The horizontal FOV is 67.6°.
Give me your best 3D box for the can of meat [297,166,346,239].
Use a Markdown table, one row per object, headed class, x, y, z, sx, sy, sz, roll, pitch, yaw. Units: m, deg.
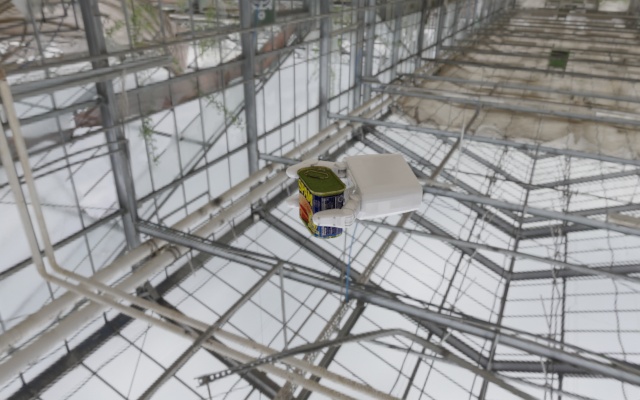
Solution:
| class | x | y | z | sx | sy | sz | roll | pitch | yaw |
| --- | --- | --- | --- | --- | --- | --- | --- | --- | --- |
| can of meat | 0.000 | 0.003 | 0.764 | 0.057 | 0.084 | 0.102 | -9 | 28 | -18 |
